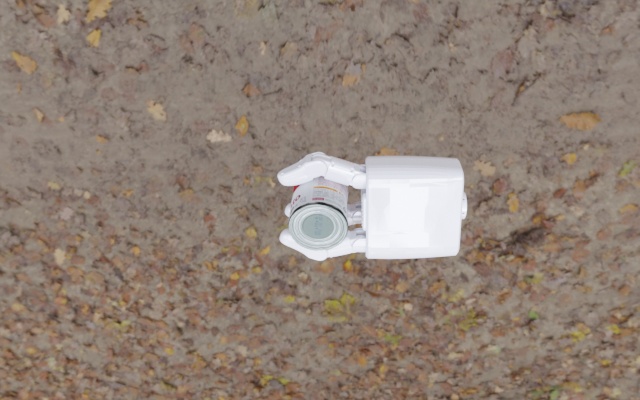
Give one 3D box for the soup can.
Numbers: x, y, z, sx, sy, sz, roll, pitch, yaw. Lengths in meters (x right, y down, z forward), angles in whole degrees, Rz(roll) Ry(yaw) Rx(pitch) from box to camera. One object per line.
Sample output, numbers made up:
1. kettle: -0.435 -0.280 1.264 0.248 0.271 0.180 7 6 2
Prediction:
1. soup can: 0.000 0.002 0.558 0.068 0.069 0.102 0 35 4
